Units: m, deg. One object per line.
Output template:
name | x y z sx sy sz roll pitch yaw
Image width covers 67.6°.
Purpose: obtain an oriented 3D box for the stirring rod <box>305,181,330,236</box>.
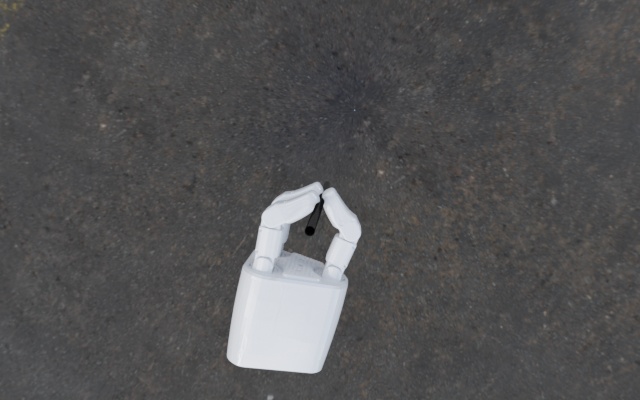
stirring rod | 0.000 0.002 0.488 0.011 0.011 0.239 0 11 4
